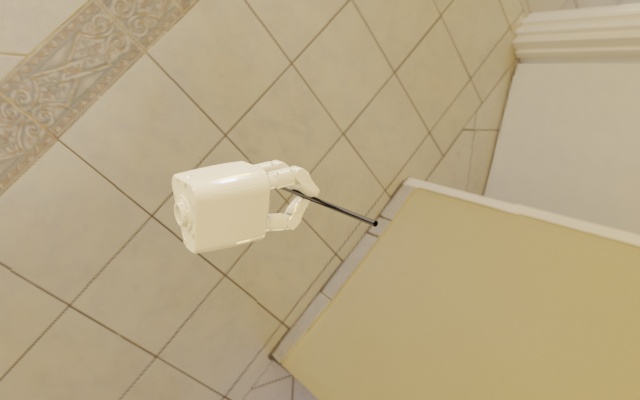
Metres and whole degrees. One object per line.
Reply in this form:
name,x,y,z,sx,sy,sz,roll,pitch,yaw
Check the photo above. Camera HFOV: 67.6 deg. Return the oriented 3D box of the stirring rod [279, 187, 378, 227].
stirring rod,0.000,0.002,0.692,0.011,0.011,0.239,0,13,-36
